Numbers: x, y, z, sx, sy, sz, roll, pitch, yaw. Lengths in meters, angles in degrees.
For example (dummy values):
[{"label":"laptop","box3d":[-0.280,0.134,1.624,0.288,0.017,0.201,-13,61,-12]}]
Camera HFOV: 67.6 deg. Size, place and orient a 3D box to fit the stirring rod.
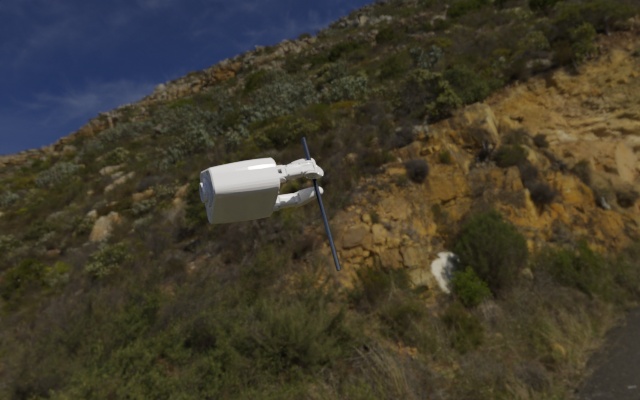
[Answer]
[{"label":"stirring rod","box3d":[0.000,0.003,0.815,0.011,0.239,0.011,-14,-13,-4]}]
